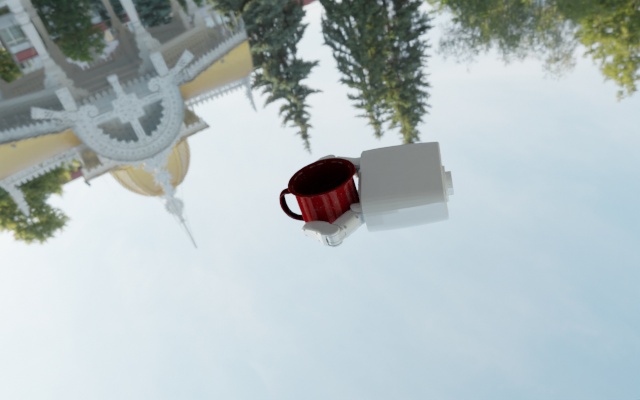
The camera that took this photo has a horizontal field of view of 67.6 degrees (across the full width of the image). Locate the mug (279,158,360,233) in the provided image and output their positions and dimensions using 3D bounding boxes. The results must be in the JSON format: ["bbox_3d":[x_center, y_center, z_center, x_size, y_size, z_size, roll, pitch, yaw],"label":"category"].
[{"bbox_3d":[-0.001,0.003,0.653,0.117,0.081,0.093,-8,33,17],"label":"mug"}]
